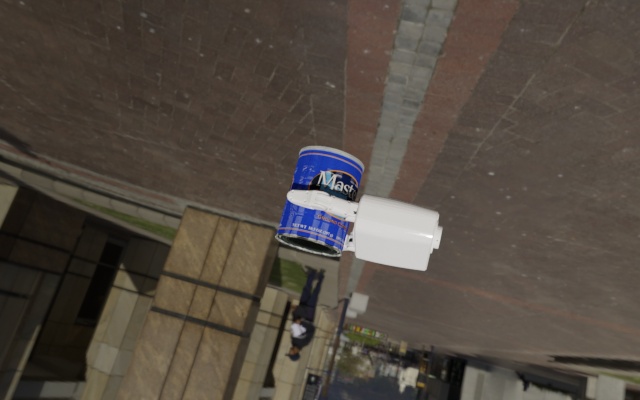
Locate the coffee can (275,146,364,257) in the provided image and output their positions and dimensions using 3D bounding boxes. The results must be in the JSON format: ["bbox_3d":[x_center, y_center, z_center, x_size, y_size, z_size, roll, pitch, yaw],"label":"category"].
[{"bbox_3d":[0.000,0.002,0.718,0.103,0.140,0.103,14,-15,4],"label":"coffee can"}]
